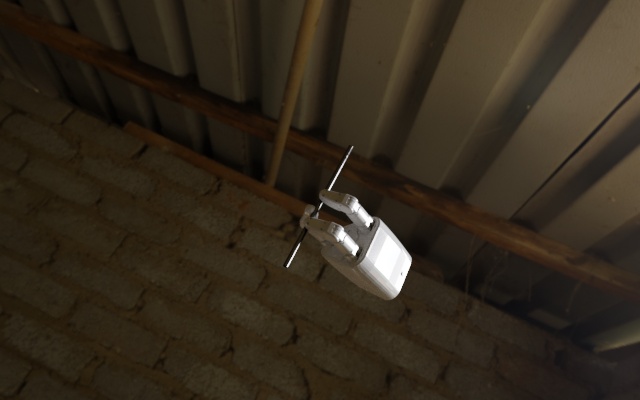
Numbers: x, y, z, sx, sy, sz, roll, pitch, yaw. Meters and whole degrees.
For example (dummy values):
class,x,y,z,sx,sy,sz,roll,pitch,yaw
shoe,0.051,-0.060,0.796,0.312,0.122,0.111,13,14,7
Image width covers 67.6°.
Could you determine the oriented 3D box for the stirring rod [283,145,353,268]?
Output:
class,x,y,z,sx,sy,sz,roll,pitch,yaw
stirring rod,0.000,0.003,0.746,0.011,0.239,0.011,22,-29,13
